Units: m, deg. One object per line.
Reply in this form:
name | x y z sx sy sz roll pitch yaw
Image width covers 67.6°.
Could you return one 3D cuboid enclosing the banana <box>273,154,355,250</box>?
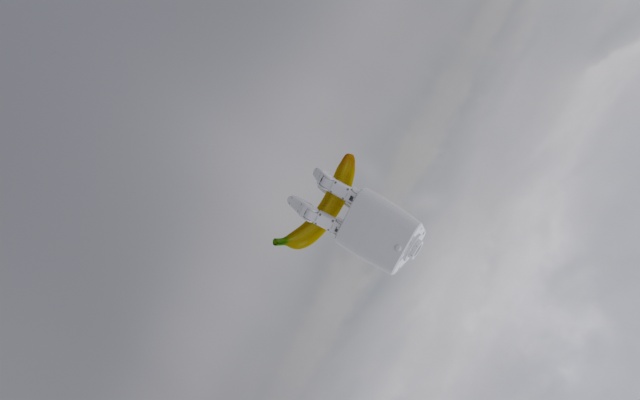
banana | 0.005 0.013 0.802 0.037 0.198 0.070 35 -7 33
